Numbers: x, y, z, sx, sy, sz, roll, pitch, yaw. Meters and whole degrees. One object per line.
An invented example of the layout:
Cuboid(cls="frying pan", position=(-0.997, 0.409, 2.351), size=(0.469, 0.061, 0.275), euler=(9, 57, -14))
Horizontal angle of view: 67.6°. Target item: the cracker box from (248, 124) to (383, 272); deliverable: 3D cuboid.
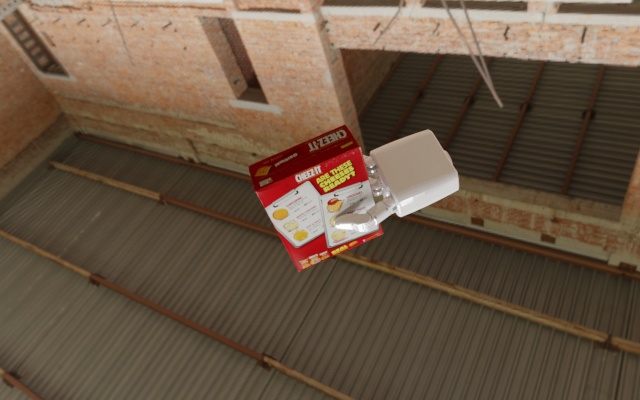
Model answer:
Cuboid(cls="cracker box", position=(0.000, 0.003, 0.769), size=(0.164, 0.072, 0.214), euler=(-24, -44, -2))
